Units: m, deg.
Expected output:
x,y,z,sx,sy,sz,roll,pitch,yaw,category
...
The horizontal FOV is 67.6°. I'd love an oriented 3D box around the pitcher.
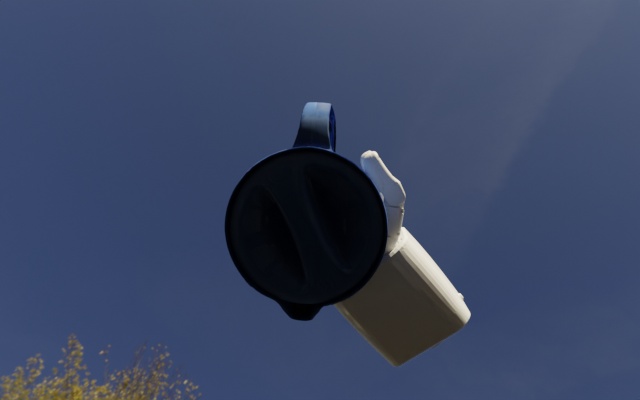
x,y,z,sx,sy,sz,roll,pitch,yaw,category
0.000,0.002,0.497,0.149,0.145,0.243,-42,1,8,pitcher
